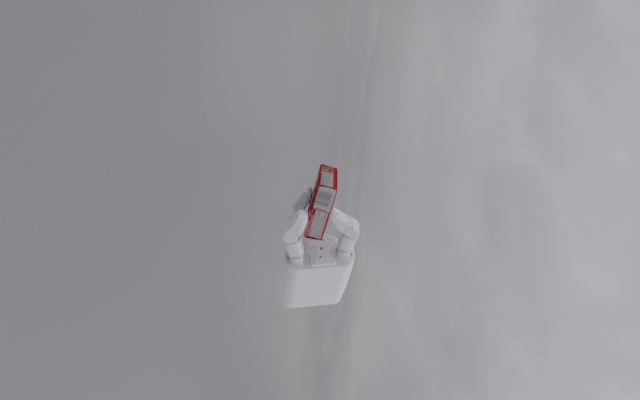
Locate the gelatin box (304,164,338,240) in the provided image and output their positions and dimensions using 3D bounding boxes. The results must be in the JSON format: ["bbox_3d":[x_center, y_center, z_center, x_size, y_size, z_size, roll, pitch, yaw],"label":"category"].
[{"bbox_3d":[0.001,0.002,0.699,0.030,0.089,0.073,14,28,-5],"label":"gelatin box"}]
